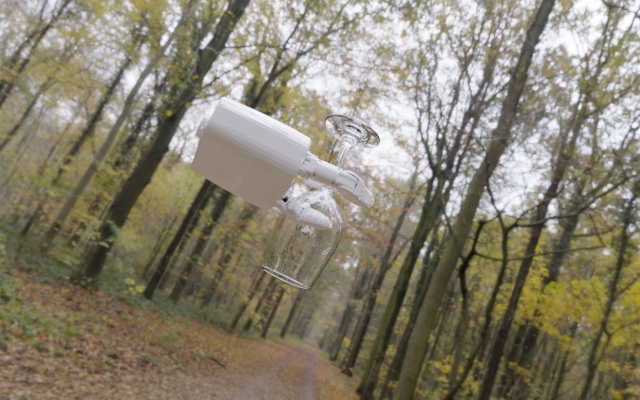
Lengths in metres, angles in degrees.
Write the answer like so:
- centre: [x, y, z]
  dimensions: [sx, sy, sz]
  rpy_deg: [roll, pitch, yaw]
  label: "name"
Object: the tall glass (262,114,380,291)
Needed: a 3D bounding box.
- centre: [0.001, 0.001, 0.566]
  dimensions: [0.079, 0.201, 0.079]
  rpy_deg: [22, -15, 6]
  label: "tall glass"
